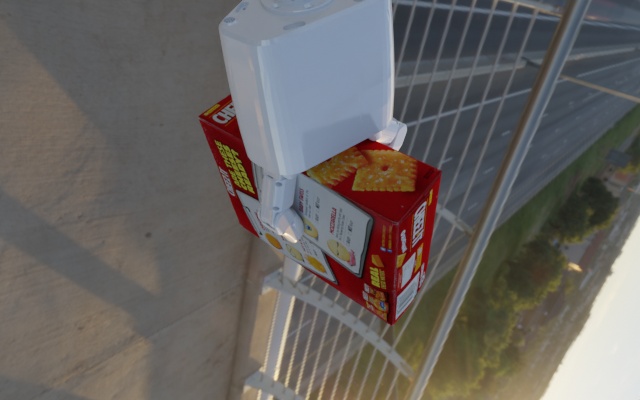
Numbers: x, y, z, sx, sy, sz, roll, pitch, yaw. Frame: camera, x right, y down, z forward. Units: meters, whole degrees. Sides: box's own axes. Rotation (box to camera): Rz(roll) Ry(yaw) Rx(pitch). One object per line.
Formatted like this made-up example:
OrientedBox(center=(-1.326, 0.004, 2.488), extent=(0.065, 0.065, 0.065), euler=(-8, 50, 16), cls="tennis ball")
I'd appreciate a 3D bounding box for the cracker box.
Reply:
OrientedBox(center=(0.000, 0.002, 0.451), extent=(0.213, 0.164, 0.072), euler=(30, 60, 28), cls="cracker box")
